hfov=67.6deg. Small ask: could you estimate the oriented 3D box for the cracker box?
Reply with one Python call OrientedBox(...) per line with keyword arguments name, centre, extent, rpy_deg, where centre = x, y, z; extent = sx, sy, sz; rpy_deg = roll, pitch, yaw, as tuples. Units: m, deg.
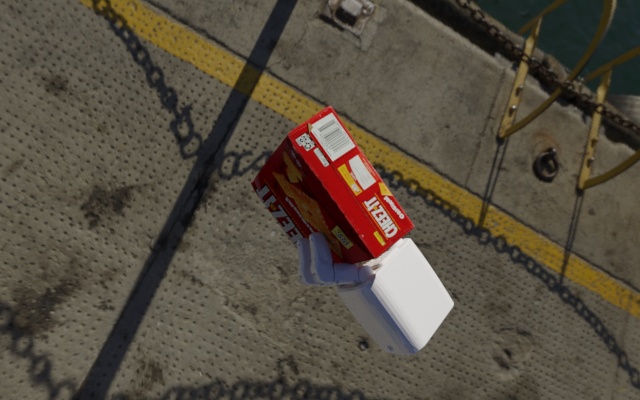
OrientedBox(name="cracker box", centre=(0.000, 0.002, 0.602), extent=(0.072, 0.164, 0.214), rpy_deg=(-36, 1, -23))
